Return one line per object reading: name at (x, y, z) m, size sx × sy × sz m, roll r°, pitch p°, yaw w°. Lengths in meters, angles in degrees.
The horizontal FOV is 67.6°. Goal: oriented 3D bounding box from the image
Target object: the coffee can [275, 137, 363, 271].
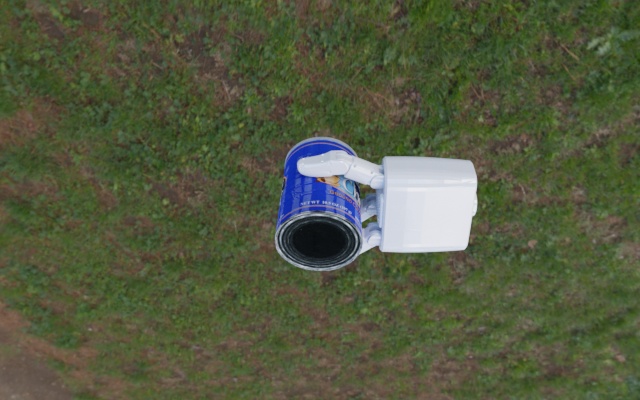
coffee can at (0.000, 0.002, 0.601) m, size 0.103 × 0.103 × 0.140 m, roll 0°, pitch 43°, yaw 3°
